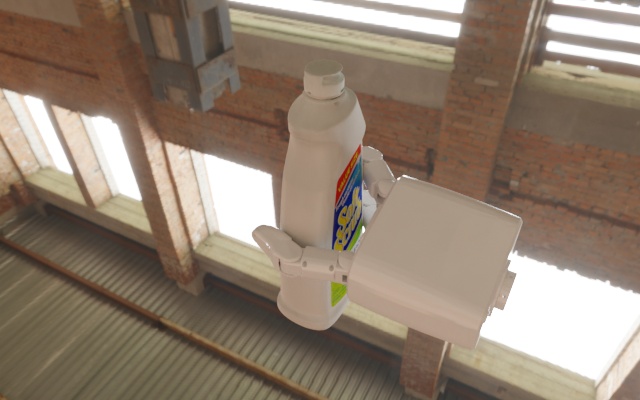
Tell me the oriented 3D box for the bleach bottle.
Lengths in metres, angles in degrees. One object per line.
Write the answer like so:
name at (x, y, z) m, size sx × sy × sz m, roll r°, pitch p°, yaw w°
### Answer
bleach bottle at (0.000, 0.001, 0.430) m, size 0.068 × 0.251 × 0.102 m, roll 20°, pitch 45°, yaw 23°
